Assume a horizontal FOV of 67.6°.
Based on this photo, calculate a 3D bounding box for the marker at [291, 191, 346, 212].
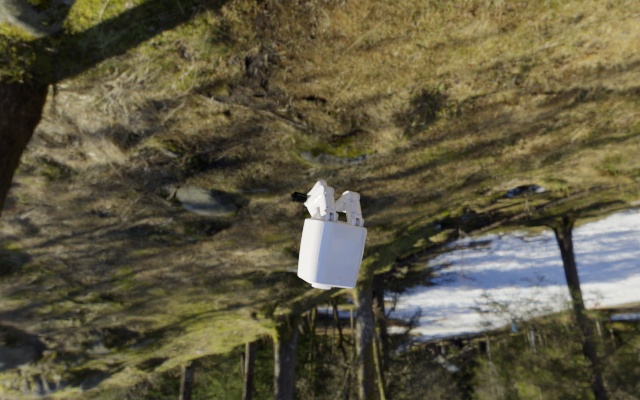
[{"bbox_3d":[0.000,0.003,0.873,0.121,0.020,0.020,12,-6,-30],"label":"marker"}]
